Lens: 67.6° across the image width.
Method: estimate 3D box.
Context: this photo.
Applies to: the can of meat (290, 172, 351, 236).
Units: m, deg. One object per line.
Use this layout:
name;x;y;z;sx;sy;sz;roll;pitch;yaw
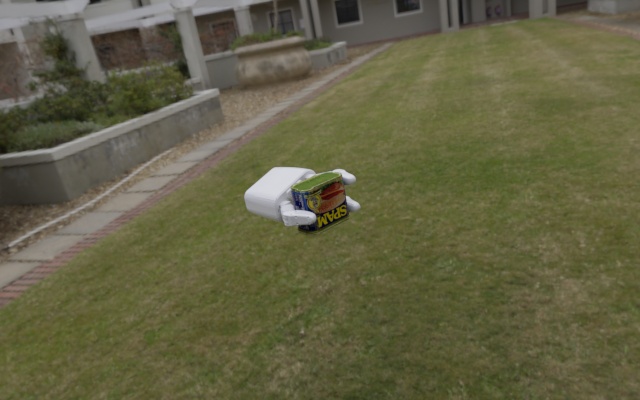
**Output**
can of meat;0.000;0.003;0.847;0.102;0.084;0.057;-24;23;-34
